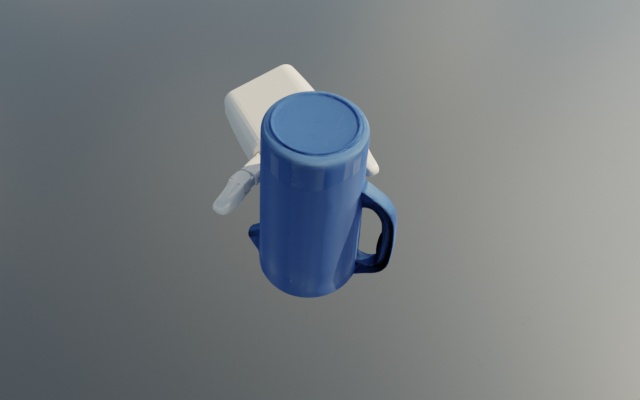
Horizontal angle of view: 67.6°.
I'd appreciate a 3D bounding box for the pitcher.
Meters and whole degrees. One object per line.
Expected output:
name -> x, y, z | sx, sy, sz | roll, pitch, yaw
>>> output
pitcher -> 0.000, 0.002, 0.552 | 0.149, 0.145, 0.243 | -20, -34, -19
